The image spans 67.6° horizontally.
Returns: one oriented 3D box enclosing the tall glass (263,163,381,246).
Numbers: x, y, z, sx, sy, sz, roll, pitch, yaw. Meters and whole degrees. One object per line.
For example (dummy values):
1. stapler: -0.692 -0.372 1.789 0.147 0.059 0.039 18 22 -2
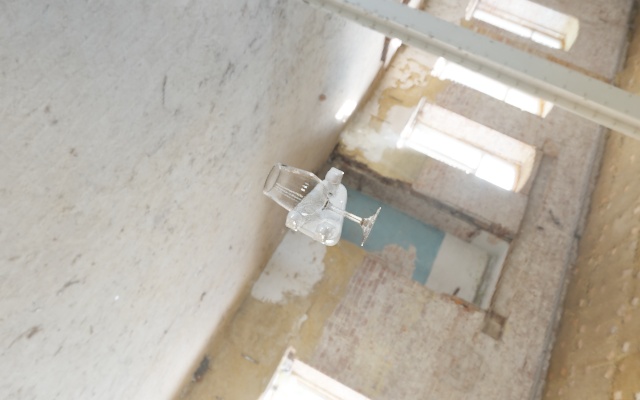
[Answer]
1. tall glass: 0.001 0.003 0.843 0.201 0.079 0.079 26 4 8
